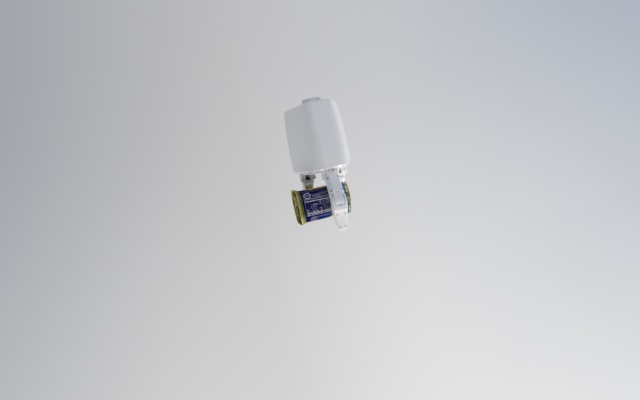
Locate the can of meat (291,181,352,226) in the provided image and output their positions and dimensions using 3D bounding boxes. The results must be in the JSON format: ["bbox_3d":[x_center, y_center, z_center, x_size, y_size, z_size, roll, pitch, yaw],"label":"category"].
[{"bbox_3d":[0.000,0.003,0.784,0.084,0.057,0.102,-13,3,-8],"label":"can of meat"}]
